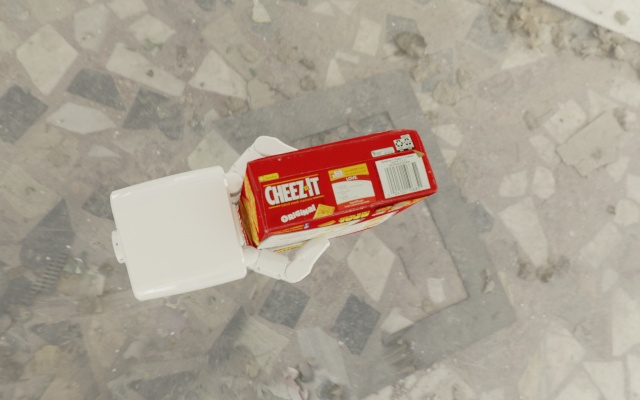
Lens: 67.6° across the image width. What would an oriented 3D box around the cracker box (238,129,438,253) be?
[{"bbox_3d":[0.000,0.002,0.511,0.164,0.072,0.214,-13,-9,-15],"label":"cracker box"}]
